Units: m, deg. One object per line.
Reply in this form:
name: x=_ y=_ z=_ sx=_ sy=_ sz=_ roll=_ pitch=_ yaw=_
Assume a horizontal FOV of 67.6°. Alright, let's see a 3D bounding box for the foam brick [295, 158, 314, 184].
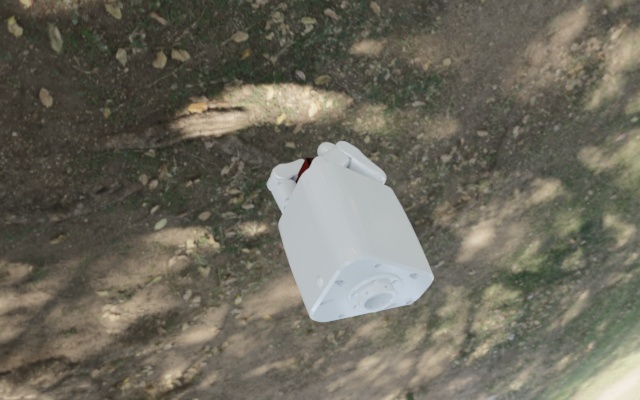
foam brick: x=0.000 y=0.002 z=0.502 sx=0.053 sy=0.051 sz=0.078 roll=4 pitch=-46 yaw=-27
